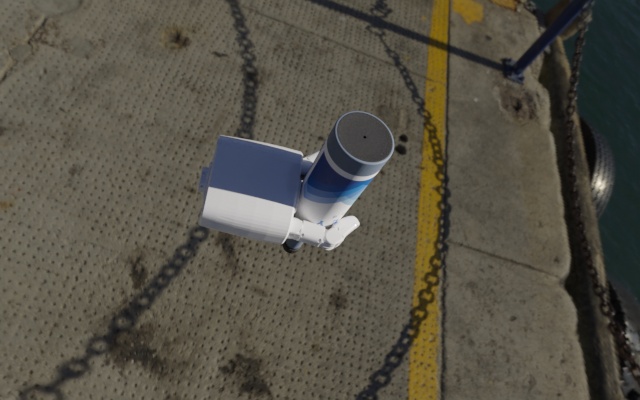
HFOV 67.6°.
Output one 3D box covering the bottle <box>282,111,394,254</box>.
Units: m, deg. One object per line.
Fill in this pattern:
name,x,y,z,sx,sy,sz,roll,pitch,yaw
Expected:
bottle,0.000,0.002,0.611,0.069,0.069,0.296,0,-27,-20
